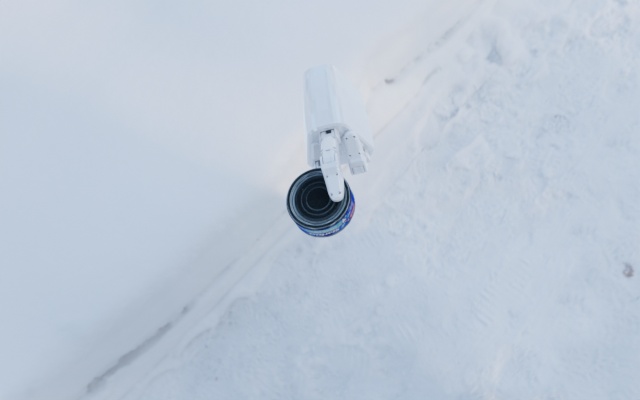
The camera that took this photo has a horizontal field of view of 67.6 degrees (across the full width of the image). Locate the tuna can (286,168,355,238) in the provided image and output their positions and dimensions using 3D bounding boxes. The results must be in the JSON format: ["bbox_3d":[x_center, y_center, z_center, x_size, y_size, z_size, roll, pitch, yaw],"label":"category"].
[{"bbox_3d":[0.000,0.002,0.611,0.086,0.086,0.034,0,-20,13],"label":"tuna can"}]
